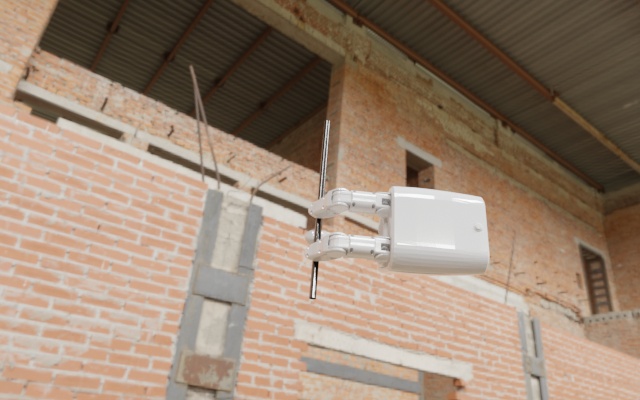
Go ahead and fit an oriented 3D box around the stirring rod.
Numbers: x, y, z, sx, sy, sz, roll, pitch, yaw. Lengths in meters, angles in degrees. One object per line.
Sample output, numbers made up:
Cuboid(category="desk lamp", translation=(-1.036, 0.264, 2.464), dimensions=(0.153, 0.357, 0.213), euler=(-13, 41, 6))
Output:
Cuboid(category="stirring rod", translation=(0.000, 0.002, 0.584), dimensions=(0.011, 0.239, 0.011), euler=(4, -27, 2))
